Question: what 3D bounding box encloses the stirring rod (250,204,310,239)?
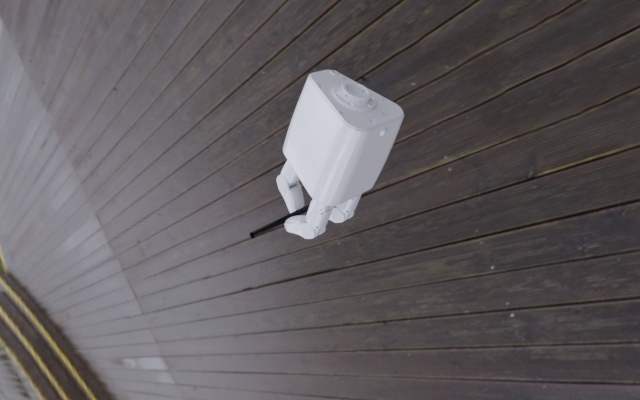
[{"bbox_3d":[0.000,0.002,0.647,0.011,0.011,0.239,0,19,46],"label":"stirring rod"}]
